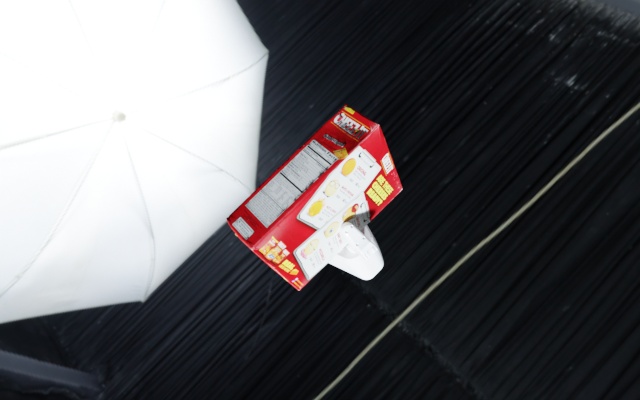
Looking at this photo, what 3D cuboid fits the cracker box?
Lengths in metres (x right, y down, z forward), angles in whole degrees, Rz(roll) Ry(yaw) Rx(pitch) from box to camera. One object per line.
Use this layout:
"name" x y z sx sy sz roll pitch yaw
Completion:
"cracker box" 0.000 0.002 0.639 0.072 0.213 0.164 41 -8 32
